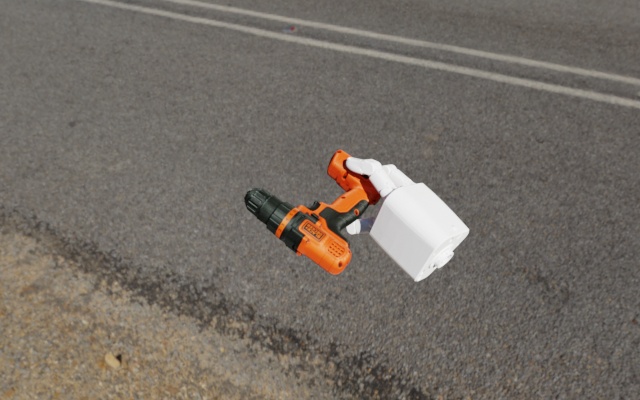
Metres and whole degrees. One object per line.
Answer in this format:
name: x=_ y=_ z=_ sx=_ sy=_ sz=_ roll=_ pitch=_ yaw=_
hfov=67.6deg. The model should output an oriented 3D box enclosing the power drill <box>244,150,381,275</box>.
power drill: x=0.001 y=0.002 z=0.746 sx=0.184 sy=0.187 sz=0.057 roll=37 pitch=-34 yaw=8
